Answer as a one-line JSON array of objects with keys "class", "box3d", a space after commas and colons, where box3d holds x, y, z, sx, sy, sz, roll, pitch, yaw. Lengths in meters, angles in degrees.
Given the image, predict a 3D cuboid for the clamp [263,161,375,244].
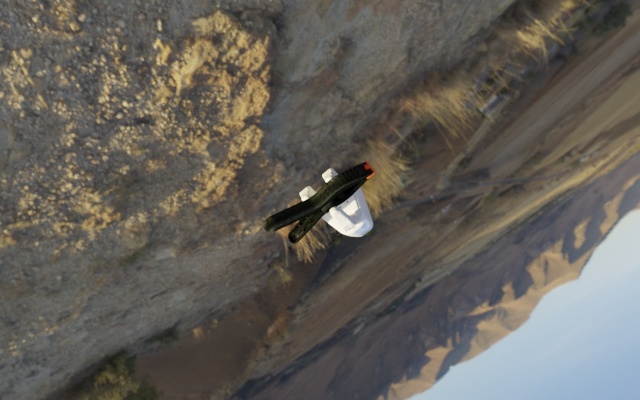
[{"class": "clamp", "box3d": [0.001, 0.003, 0.823, 0.210, 0.036, 0.164, -38, -16, 9]}]
